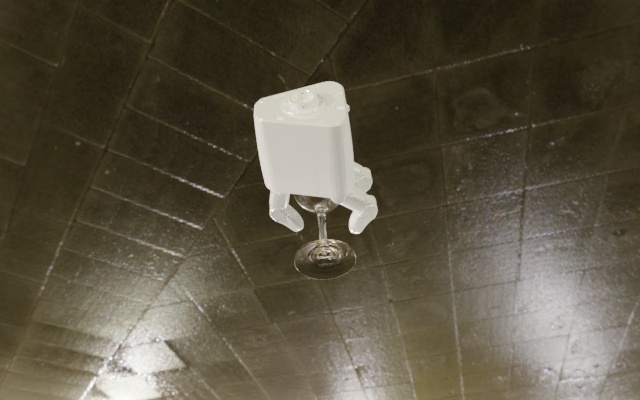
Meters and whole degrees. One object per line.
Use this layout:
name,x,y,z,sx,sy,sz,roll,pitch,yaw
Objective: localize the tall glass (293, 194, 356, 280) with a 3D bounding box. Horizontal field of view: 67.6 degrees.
tall glass,0.000,0.003,0.637,0.079,0.079,0.200,0,44,-4
